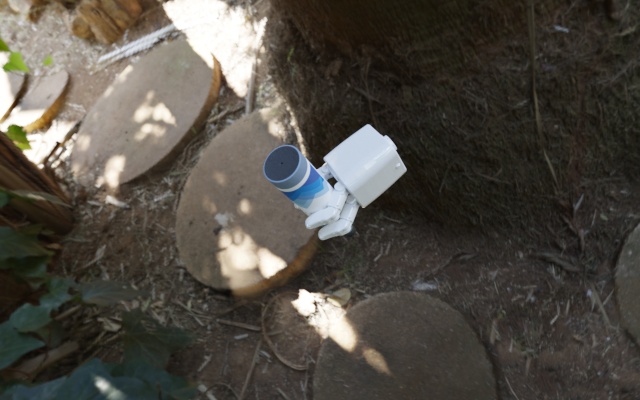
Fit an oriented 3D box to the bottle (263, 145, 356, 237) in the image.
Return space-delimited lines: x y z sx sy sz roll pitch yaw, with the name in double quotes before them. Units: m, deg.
"bottle" 0.000 0.003 0.860 0.069 0.069 0.296 0 -24 27
